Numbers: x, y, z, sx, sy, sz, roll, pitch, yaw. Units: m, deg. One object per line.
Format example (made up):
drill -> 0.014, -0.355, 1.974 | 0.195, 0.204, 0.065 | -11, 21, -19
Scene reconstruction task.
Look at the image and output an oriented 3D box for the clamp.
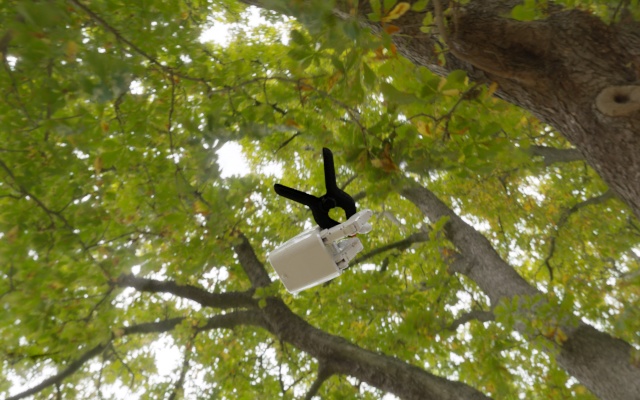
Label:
clamp -> 0.000, 0.003, 0.853 | 0.120, 0.171, 0.039 | -26, 17, 12
